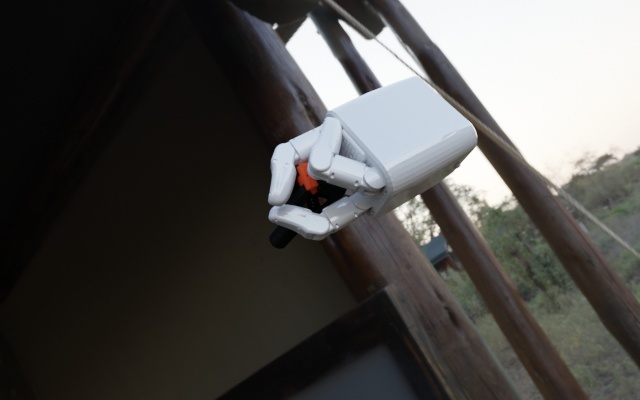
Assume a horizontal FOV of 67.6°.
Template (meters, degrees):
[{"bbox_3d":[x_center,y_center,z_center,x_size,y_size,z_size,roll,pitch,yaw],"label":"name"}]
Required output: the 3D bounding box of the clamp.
[{"bbox_3d":[0.000,0.001,0.533,0.120,0.039,0.171,-27,-15,-16],"label":"clamp"}]
